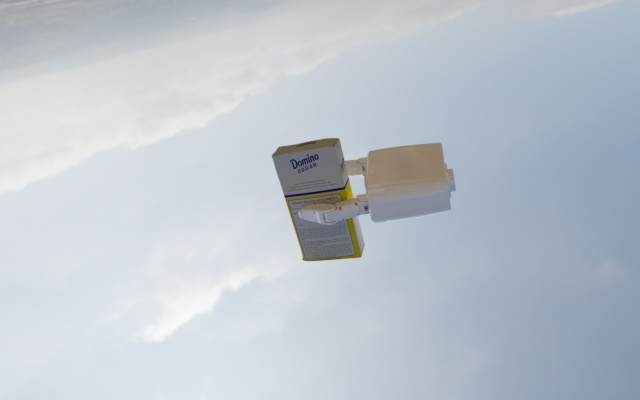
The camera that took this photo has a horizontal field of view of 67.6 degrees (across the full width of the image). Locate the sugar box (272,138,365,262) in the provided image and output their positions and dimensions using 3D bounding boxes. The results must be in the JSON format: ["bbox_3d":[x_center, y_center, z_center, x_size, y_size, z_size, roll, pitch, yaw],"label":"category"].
[{"bbox_3d":[0.000,0.002,0.686,0.093,0.176,0.048,-7,23,17],"label":"sugar box"}]
